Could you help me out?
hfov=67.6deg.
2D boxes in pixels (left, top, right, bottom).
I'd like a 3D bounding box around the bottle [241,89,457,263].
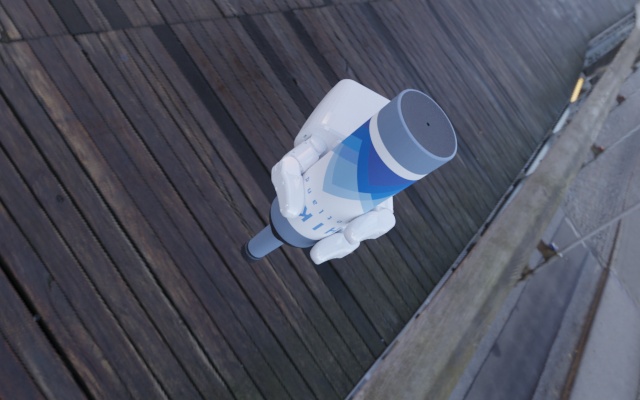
[{"bbox_3d":[0.000,0.002,0.480,0.069,0.069,0.296,0,-25,-40],"label":"bottle"}]
